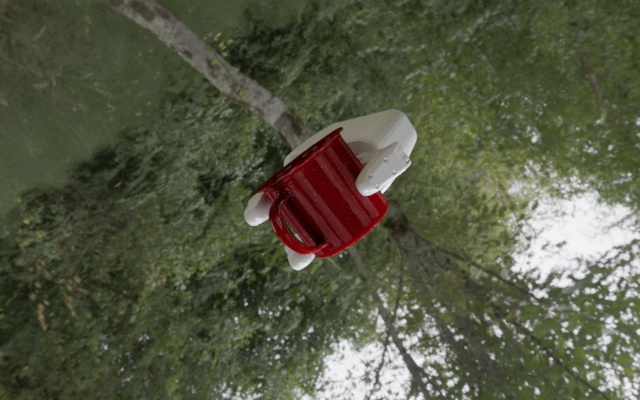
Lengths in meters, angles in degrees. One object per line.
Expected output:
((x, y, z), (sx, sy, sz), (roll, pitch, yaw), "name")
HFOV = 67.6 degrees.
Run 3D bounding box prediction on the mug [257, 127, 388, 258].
((0.000, 0.002, 0.409), (0.093, 0.081, 0.117), (-30, 11, 39), "mug")
